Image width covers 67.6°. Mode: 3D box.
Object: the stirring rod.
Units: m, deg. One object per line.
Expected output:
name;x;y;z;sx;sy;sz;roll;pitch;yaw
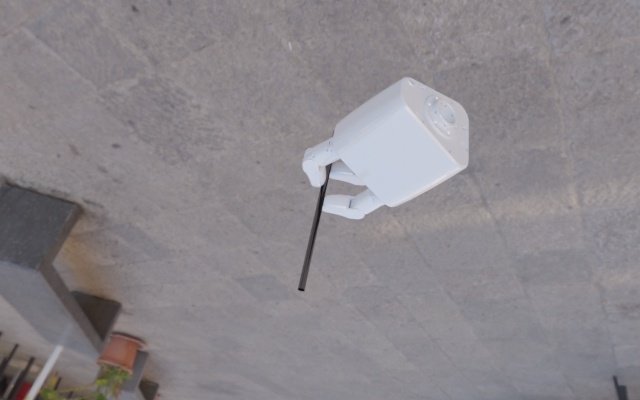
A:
stirring rod;0.000;0.002;0.596;0.011;0.239;0.011;8;-34;6
